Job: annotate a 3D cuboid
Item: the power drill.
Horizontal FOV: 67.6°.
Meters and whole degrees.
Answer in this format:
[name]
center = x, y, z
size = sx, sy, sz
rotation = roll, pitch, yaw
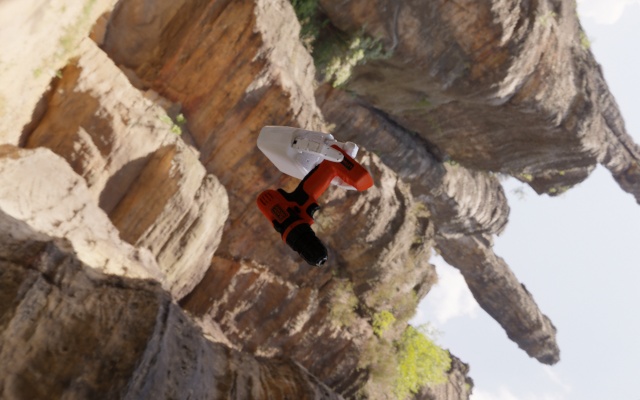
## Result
[power drill]
center = 0.000, 0.002, 0.840
size = 0.184, 0.187, 0.057
rotation = 45, -8, 30
